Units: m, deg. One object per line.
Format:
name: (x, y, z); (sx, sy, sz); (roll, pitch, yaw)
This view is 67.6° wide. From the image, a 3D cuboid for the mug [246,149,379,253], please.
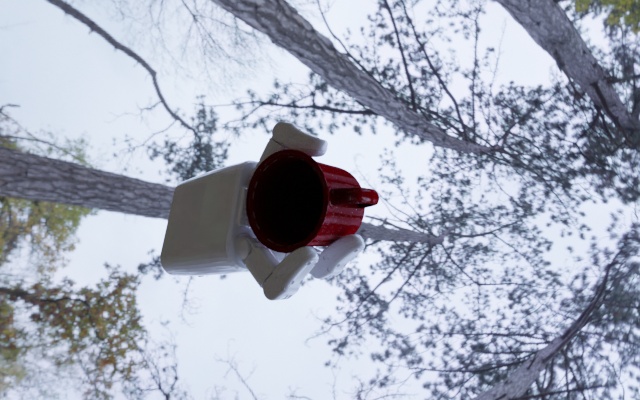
mug: (0.001, 0.001, 0.451); (0.117, 0.093, 0.081); (-10, -10, 33)
